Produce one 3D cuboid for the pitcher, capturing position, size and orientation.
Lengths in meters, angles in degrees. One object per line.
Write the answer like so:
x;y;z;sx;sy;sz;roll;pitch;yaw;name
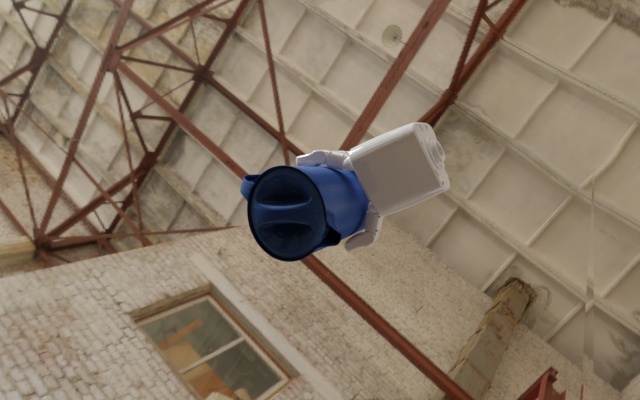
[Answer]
0.000;0.002;0.754;0.145;0.149;0.243;-24;-7;30;pitcher
